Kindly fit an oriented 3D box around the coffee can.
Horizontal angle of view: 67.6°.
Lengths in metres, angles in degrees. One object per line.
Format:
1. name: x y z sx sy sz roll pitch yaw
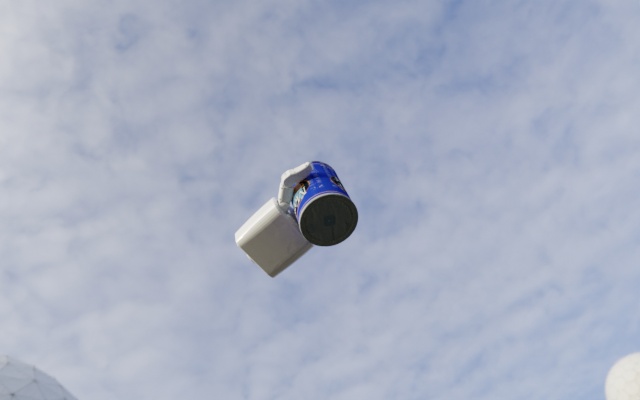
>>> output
1. coffee can: 0.000 0.003 0.864 0.103 0.103 0.140 0 28 -14
